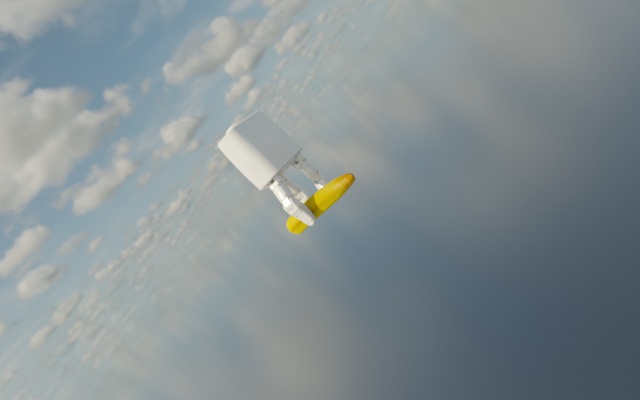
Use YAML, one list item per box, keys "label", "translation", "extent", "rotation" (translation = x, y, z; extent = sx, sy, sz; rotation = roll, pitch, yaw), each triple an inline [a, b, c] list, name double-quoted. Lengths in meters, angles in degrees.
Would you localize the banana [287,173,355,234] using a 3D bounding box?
- label: "banana"
  translation: [-0.012, 0.014, 0.833]
  extent: [0.069, 0.037, 0.198]
  rotation: [-41, -2, -41]
